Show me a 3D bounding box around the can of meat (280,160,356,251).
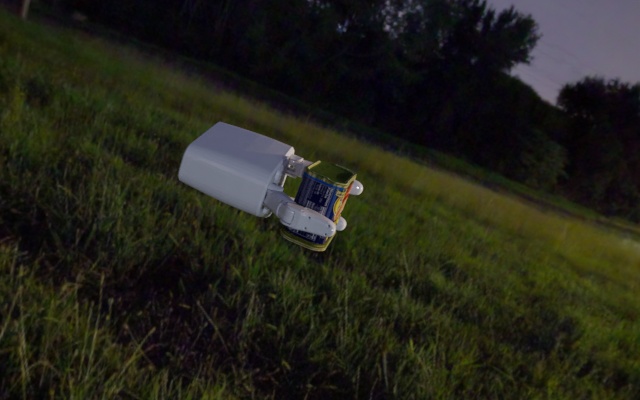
[{"bbox_3d":[0.000,0.002,0.572,0.057,0.084,0.102,22,16,7],"label":"can of meat"}]
